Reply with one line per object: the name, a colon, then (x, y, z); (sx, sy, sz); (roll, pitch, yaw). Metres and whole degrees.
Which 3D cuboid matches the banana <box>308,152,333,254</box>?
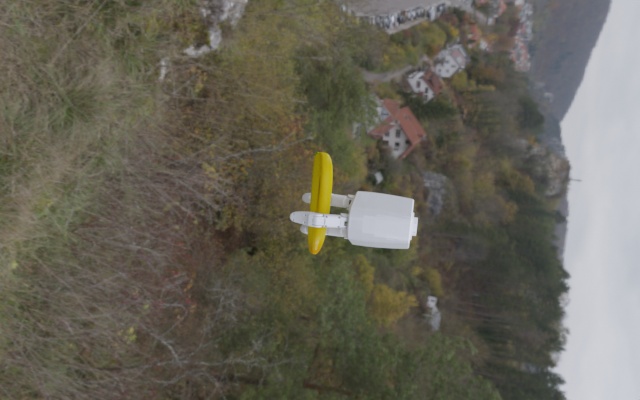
banana: (0.001, -0.006, 0.849); (0.037, 0.197, 0.070); (4, -18, 1)
